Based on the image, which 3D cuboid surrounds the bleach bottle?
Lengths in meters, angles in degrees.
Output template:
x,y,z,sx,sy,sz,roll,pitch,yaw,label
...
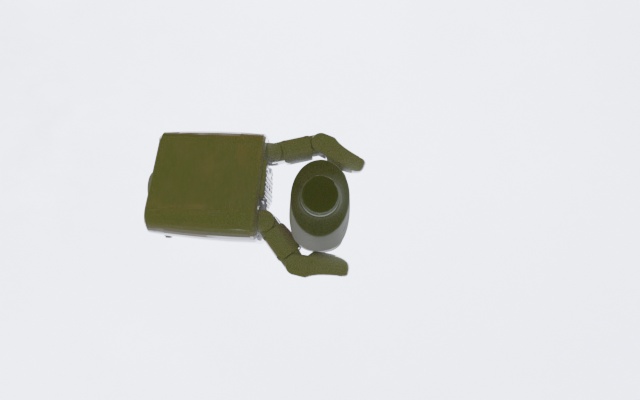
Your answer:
x,y,z,sx,sy,sz,roll,pitch,yaw,label
0.000,0.002,0.488,0.068,0.102,0.251,3,-7,0,bleach bottle
